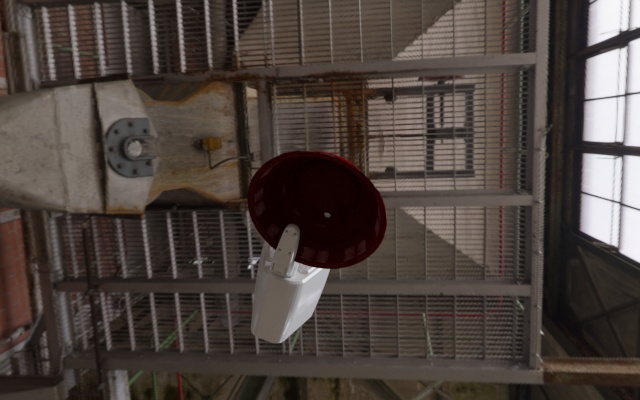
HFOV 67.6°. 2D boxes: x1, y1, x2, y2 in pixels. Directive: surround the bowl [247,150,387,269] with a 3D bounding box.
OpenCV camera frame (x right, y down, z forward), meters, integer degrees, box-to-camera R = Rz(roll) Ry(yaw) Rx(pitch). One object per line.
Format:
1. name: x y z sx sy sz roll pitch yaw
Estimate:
1. bowl: 0.001 0.001 0.554 0.162 0.162 0.055 0 34 18
